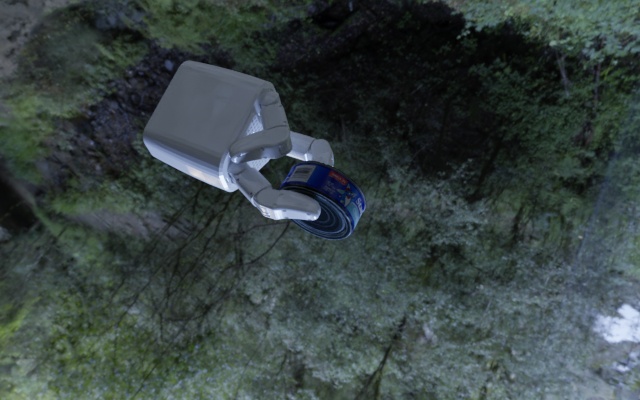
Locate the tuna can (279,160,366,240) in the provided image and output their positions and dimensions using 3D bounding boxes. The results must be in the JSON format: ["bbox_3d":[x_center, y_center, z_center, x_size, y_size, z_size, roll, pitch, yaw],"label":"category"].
[{"bbox_3d":[0.000,0.002,0.477,0.086,0.033,0.086,22,-31,14],"label":"tuna can"}]
